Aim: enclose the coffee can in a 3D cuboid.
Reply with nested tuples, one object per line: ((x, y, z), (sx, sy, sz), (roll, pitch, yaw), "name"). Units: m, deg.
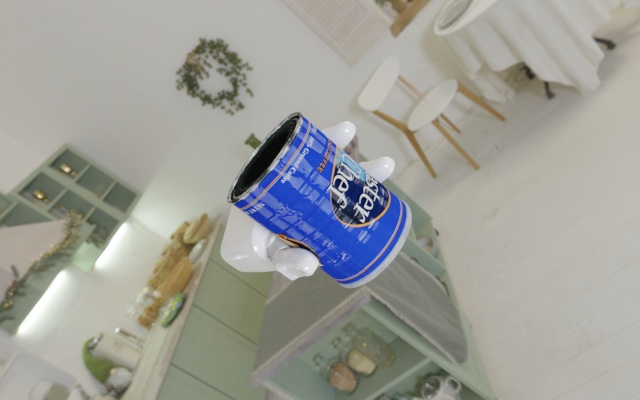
((0.000, 0.002, 0.447), (0.140, 0.102, 0.103), (39, -15, -20), "coffee can")
